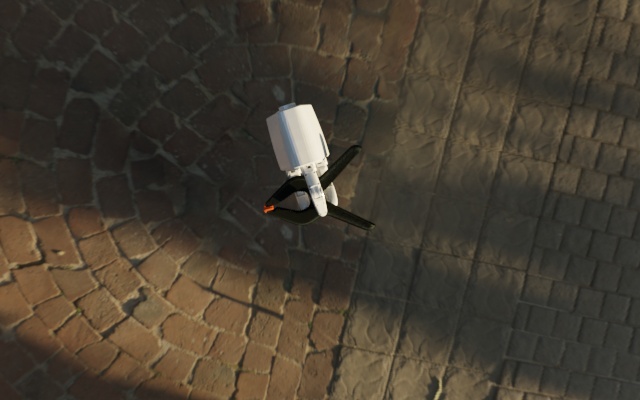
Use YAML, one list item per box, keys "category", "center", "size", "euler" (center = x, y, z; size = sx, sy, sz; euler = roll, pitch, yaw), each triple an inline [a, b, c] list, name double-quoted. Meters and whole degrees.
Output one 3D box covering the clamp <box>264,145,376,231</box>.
- category: "clamp"
  center: [0.000, 0.003, 0.899]
  size: [0.210, 0.164, 0.036]
  euler: [-18, 9, -2]
